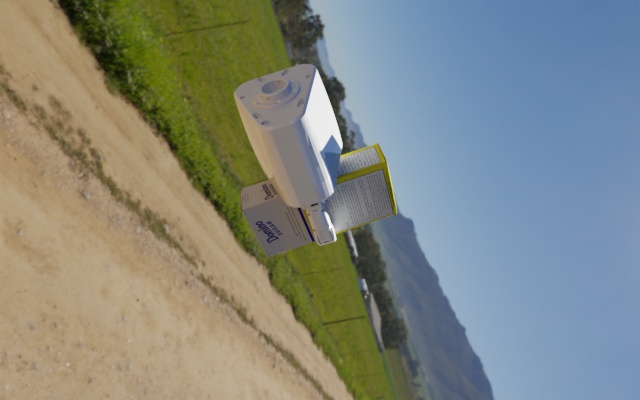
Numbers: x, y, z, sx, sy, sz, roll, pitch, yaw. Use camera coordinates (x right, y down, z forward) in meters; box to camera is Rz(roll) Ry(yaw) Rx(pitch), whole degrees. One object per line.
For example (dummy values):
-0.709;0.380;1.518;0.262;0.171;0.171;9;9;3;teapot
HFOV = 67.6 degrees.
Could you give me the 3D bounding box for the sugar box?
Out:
0.000;0.001;0.584;0.176;0.093;0.048;-16;43;4;sugar box
